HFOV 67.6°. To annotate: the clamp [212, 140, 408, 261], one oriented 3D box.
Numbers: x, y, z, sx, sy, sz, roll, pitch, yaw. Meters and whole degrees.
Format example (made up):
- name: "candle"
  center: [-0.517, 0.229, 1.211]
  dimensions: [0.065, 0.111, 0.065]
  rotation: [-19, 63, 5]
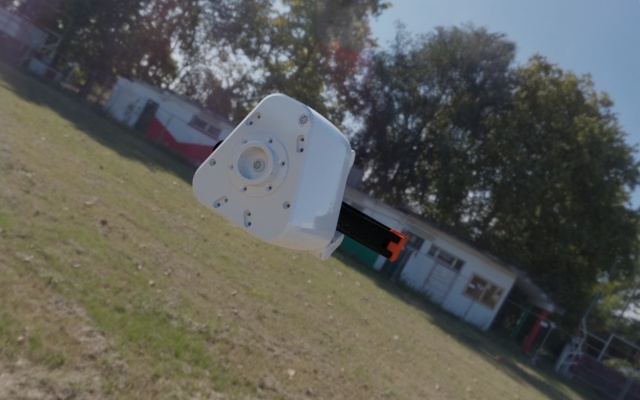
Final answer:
- name: "clamp"
  center: [0.001, 0.001, 0.527]
  dimensions: [0.210, 0.036, 0.164]
  rotation: [30, 4, 18]
